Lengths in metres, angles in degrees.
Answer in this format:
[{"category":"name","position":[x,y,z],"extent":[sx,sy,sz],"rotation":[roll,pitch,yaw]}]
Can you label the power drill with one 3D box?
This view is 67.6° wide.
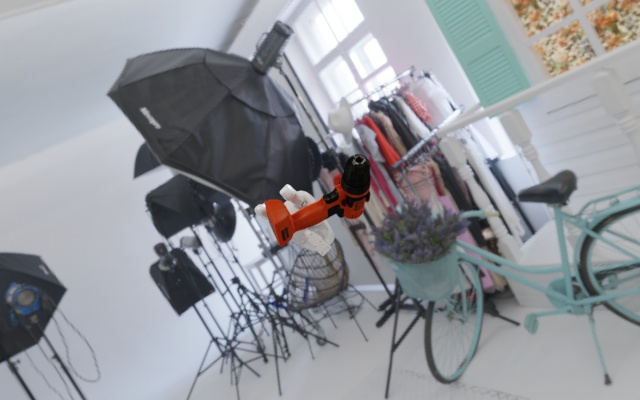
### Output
[{"category":"power drill","position":[0.000,0.003,0.832],"extent":[0.187,0.057,0.184],"rotation":[-21,-28,-11]}]
